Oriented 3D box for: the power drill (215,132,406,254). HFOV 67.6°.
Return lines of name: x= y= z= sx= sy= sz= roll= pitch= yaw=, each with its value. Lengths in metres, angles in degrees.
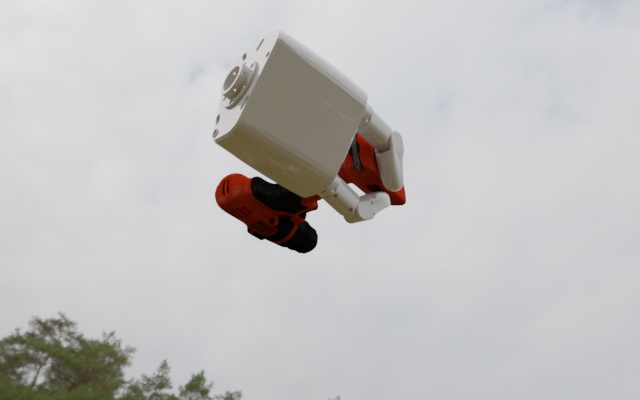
power drill: x=0.000 y=0.002 z=0.561 sx=0.188 sy=0.057 sz=0.184 roll=-22 pitch=-32 yaw=22
